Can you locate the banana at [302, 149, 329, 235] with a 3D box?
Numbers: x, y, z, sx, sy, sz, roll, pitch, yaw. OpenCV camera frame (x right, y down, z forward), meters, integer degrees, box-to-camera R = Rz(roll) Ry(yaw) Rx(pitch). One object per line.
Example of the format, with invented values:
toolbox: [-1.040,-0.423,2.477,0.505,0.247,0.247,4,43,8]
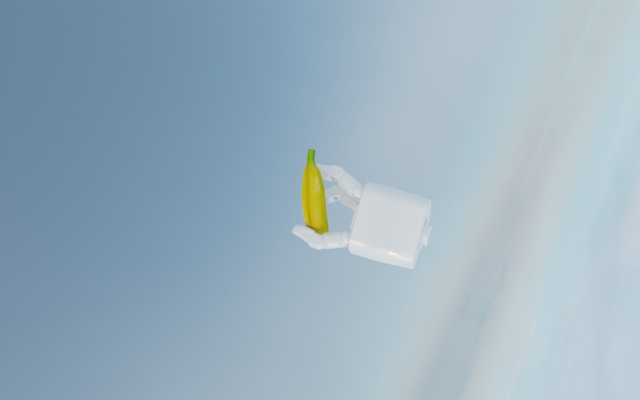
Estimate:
banana: [-0.005,0.013,0.790,0.037,0.198,0.069,9,46,13]
